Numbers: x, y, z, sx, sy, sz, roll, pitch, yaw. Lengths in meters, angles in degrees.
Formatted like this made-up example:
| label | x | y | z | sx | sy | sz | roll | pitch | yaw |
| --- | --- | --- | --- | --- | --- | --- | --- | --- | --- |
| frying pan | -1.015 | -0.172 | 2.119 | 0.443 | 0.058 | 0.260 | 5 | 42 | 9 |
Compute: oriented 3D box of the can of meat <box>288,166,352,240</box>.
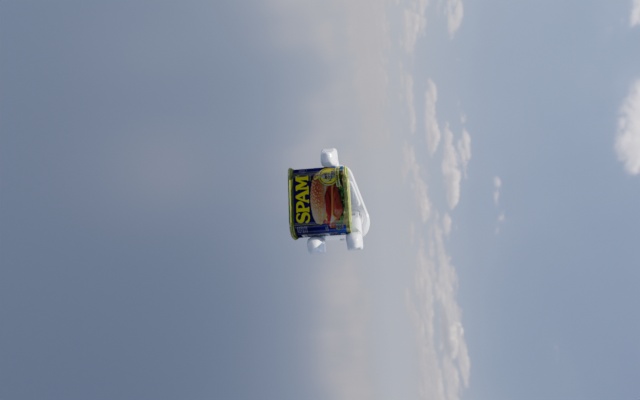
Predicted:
| label | x | y | z | sx | sy | sz | roll | pitch | yaw |
| --- | --- | --- | --- | --- | --- | --- | --- | --- | --- |
| can of meat | 0.000 | 0.002 | 0.680 | 0.084 | 0.102 | 0.057 | -4 | -15 | 6 |
